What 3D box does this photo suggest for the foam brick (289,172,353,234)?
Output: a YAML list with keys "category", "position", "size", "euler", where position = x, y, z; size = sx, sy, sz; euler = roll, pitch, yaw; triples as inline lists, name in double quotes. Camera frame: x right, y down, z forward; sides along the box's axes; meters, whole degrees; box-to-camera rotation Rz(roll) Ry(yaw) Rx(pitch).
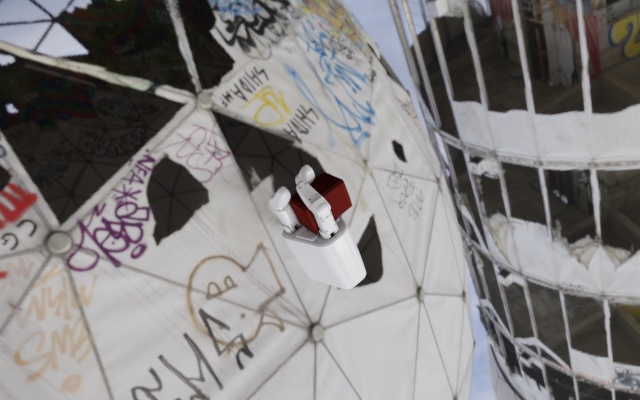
- category: "foam brick"
  position: [0.000, 0.002, 0.736]
  size: [0.078, 0.051, 0.053]
  euler: [-37, 35, -17]
